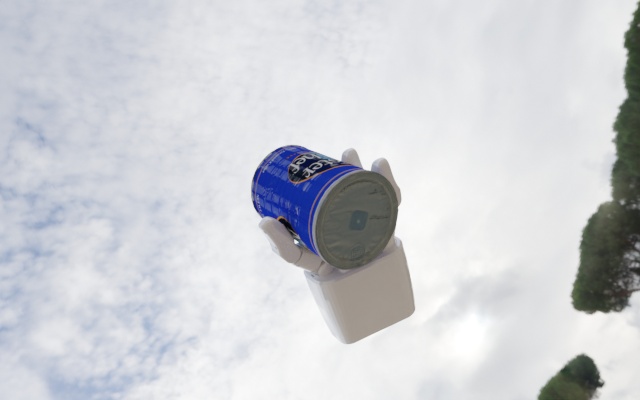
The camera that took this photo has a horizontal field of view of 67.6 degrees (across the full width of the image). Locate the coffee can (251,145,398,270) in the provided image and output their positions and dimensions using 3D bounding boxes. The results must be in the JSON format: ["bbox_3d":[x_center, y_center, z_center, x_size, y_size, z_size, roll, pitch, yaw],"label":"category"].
[{"bbox_3d":[0.000,0.002,0.522,0.103,0.103,0.140,0,16,-35],"label":"coffee can"}]
